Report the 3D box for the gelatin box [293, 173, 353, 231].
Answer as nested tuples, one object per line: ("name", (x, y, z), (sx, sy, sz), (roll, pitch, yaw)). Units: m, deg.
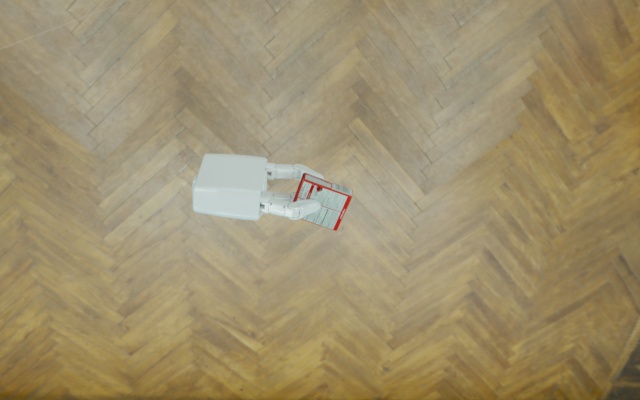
("gelatin box", (0.000, 0.003, 0.799), (0.089, 0.073, 0.030), (19, 27, -6))
